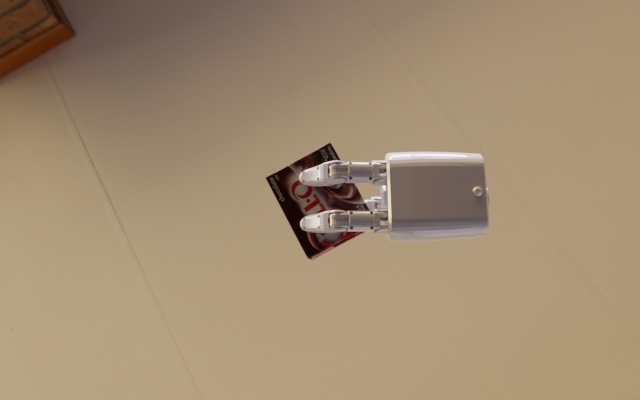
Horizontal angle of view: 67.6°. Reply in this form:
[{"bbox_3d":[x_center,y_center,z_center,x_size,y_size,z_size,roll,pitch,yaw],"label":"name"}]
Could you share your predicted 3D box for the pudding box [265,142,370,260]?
[{"bbox_3d":[0.000,0.002,0.572,0.090,0.113,0.039,-29,-13,-2],"label":"pudding box"}]
